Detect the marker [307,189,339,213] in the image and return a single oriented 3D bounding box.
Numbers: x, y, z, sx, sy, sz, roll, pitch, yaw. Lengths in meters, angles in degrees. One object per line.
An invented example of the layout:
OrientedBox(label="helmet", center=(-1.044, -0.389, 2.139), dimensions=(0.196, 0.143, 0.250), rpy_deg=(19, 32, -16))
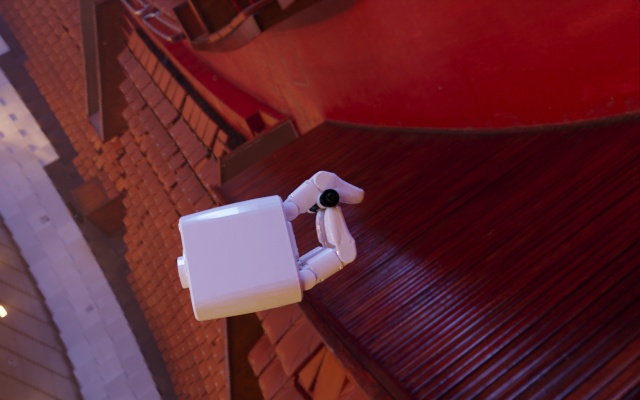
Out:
OrientedBox(label="marker", center=(0.000, 0.002, 0.533), dimensions=(0.020, 0.020, 0.121), rpy_deg=(0, -4, -10))
